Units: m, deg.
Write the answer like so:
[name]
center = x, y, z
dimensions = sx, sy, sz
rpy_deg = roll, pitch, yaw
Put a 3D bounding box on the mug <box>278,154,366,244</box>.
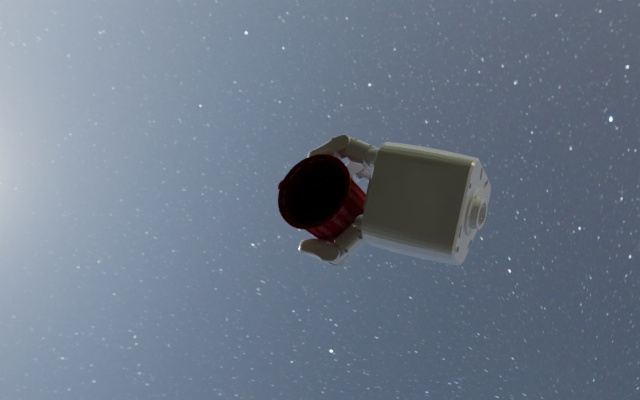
[mug]
center = -0.001, 0.002, 0.575
dimensions = 0.117, 0.093, 0.081
rpy_deg = 15, -15, 35
